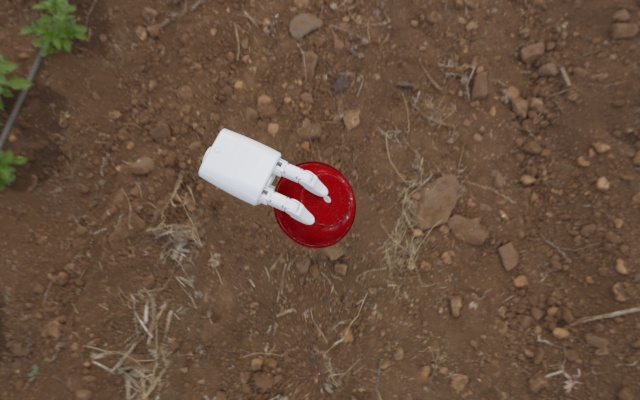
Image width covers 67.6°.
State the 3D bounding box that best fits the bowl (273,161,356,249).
[{"bbox_3d":[0.002,0.003,0.847,0.162,0.162,0.055,0,-10,-21],"label":"bowl"}]
